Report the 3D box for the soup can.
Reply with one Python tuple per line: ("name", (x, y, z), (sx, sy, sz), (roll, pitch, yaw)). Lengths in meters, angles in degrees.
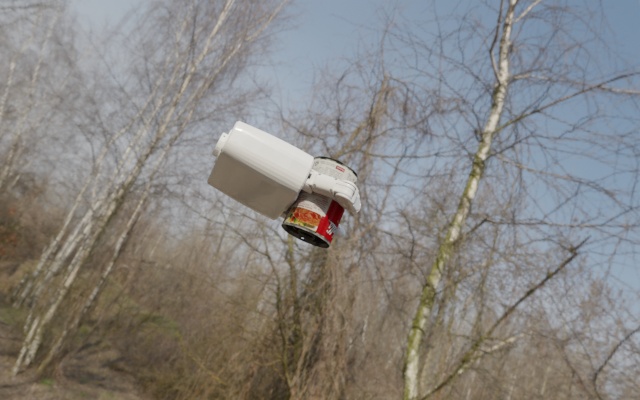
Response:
("soup can", (0.001, 0.002, 0.626), (0.068, 0.102, 0.068), (22, -17, 7))
